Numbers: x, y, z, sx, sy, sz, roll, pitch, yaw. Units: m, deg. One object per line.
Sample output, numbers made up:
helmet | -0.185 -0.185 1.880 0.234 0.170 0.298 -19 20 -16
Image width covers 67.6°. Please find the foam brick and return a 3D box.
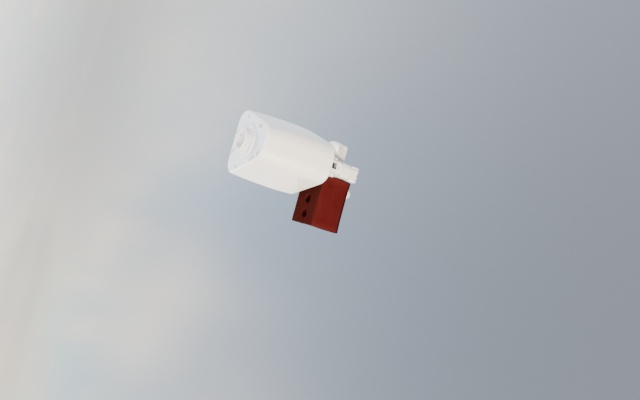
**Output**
foam brick | 0.000 0.003 0.702 0.051 0.078 0.053 16 -3 -37
